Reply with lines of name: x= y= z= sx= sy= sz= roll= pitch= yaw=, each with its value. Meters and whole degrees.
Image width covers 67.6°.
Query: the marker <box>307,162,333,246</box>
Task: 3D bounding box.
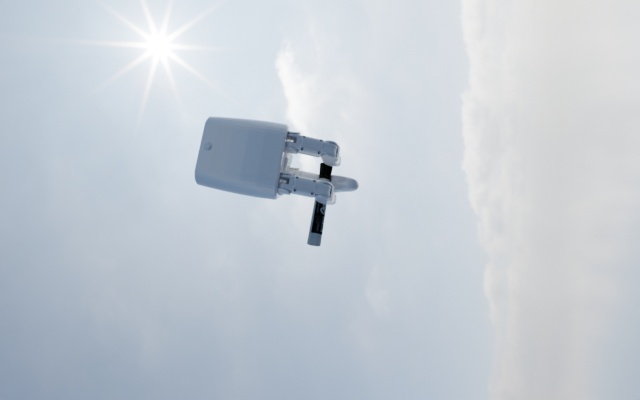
marker: x=0.000 y=0.002 z=0.656 sx=0.020 sy=0.121 sz=0.020 roll=9 pitch=-12 yaw=2
